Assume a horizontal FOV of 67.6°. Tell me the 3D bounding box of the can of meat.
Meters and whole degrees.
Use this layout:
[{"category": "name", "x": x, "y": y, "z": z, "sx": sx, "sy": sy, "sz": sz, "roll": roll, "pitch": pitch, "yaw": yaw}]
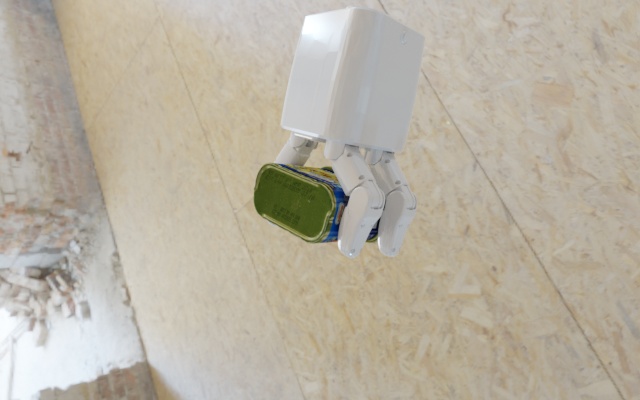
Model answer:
[{"category": "can of meat", "x": 0.000, "y": 0.001, "z": 0.439, "sx": 0.102, "sy": 0.057, "sz": 0.084, "roll": 23, "pitch": 14, "yaw": 39}]
